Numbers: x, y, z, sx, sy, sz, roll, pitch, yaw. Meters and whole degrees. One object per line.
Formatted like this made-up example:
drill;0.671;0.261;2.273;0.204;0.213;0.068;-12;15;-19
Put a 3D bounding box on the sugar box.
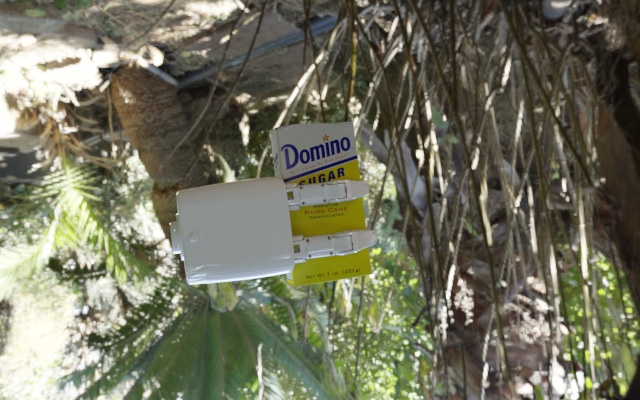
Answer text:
sugar box;0.000;0.002;0.542;0.093;0.176;0.048;-7;0;-16
